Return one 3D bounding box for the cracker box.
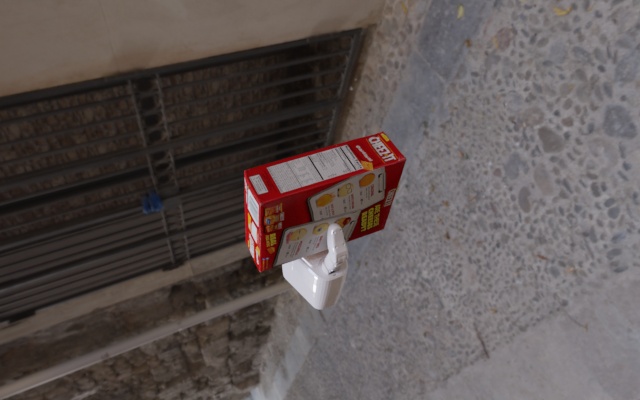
[{"bbox_3d":[0.000,0.002,0.683,0.213,0.072,0.164,-18,-35,-20],"label":"cracker box"}]
